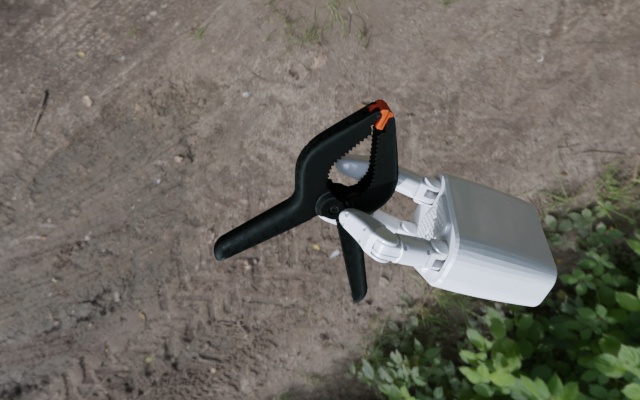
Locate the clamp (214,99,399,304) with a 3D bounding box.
[{"bbox_3d":[0.001,0.001,0.441,0.164,0.210,0.036,14,29,-15],"label":"clamp"}]
